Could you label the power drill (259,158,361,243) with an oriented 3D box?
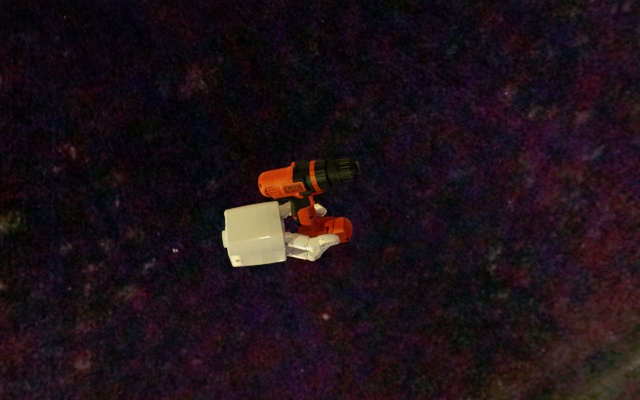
[{"bbox_3d":[0.000,0.003,0.882,0.184,0.057,0.188,-8,-46,17],"label":"power drill"}]
